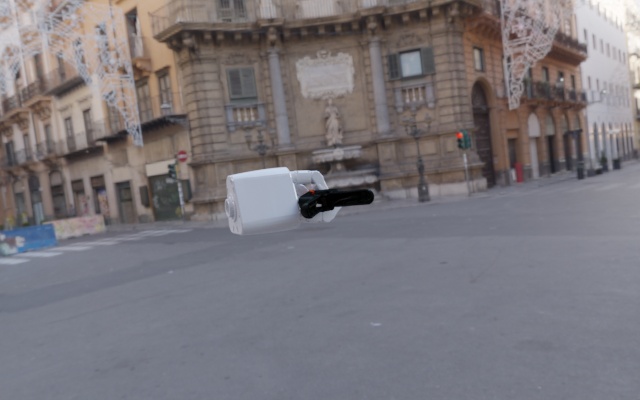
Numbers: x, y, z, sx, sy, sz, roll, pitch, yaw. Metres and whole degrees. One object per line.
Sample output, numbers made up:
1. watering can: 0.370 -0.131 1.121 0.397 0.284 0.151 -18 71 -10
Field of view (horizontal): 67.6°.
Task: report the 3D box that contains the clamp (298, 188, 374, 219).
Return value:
1. clamp: 0.000 0.002 0.805 0.120 0.039 0.171 -8 3 -25
